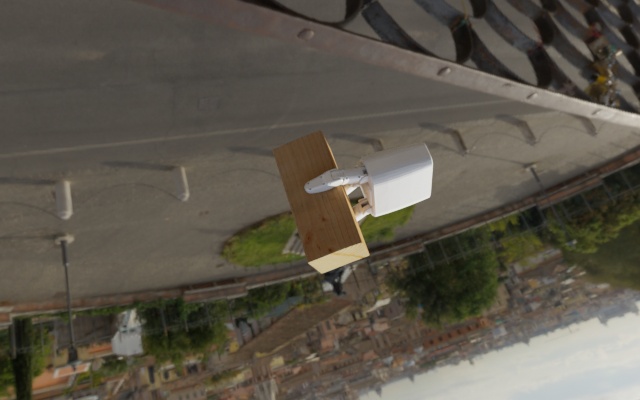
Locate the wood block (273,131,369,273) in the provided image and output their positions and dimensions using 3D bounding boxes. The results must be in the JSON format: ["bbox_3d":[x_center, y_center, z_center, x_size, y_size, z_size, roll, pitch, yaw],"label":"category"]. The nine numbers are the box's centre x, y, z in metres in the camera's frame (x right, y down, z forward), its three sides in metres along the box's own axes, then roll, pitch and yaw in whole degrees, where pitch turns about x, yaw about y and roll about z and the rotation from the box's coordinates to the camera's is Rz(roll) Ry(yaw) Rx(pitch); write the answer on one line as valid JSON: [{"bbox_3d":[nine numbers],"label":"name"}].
[{"bbox_3d":[0.000,0.002,0.793,0.090,0.206,0.091,-22,-23,6],"label":"wood block"}]
